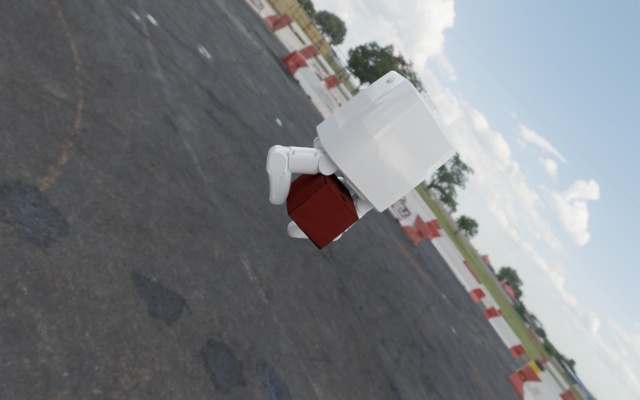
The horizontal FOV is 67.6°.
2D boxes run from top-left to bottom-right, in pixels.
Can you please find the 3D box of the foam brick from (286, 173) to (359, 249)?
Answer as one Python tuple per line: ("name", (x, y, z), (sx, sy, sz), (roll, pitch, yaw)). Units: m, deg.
("foam brick", (0.000, 0.002, 0.497), (0.051, 0.053, 0.078), (-37, 22, 11))
